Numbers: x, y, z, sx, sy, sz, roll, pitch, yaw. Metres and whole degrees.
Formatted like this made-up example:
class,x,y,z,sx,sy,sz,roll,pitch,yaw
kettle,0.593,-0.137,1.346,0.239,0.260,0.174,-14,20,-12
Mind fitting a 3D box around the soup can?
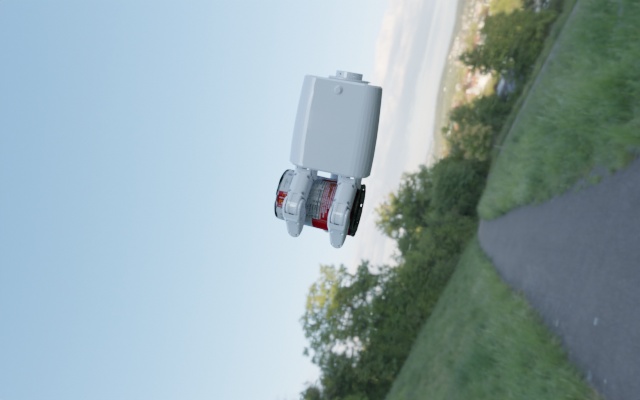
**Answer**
class,x,y,z,sx,sy,sz,roll,pitch,yaw
soup can,0.000,0.002,0.603,0.102,0.068,0.068,13,2,12
